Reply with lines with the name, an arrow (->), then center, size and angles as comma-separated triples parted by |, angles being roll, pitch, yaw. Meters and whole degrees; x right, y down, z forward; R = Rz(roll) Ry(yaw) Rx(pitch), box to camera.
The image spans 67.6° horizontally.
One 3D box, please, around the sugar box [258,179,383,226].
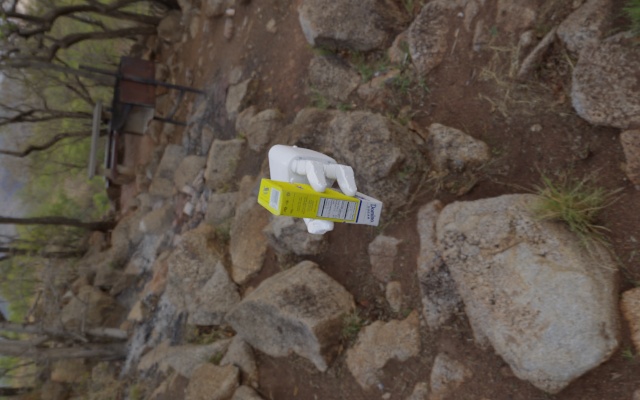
sugar box -> 0.000, 0.002, 0.757 | 0.176, 0.048, 0.093 | 4, 11, -27
